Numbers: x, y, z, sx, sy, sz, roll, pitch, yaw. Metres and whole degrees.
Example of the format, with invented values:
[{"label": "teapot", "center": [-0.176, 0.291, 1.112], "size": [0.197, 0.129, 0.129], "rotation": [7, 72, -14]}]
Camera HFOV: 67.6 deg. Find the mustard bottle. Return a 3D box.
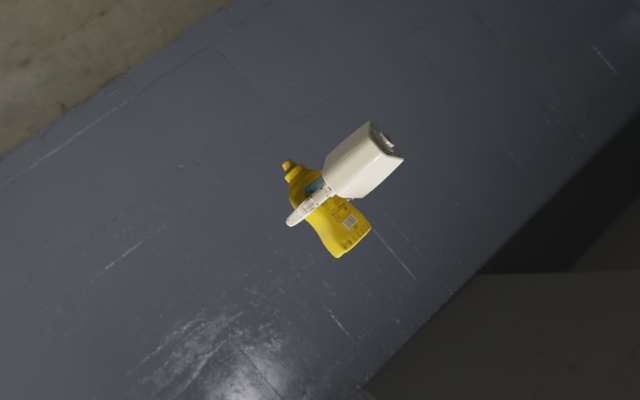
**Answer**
[{"label": "mustard bottle", "center": [0.000, 0.003, 0.853], "size": [0.096, 0.191, 0.058], "rotation": [-39, -2, -42]}]
